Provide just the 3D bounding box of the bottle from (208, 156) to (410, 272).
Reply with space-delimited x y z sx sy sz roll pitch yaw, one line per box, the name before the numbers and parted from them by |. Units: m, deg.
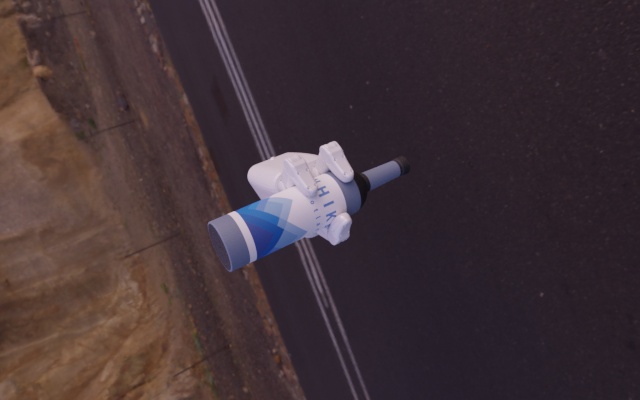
bottle | 0.000 0.002 0.638 0.295 0.069 0.069 -24 10 -24
